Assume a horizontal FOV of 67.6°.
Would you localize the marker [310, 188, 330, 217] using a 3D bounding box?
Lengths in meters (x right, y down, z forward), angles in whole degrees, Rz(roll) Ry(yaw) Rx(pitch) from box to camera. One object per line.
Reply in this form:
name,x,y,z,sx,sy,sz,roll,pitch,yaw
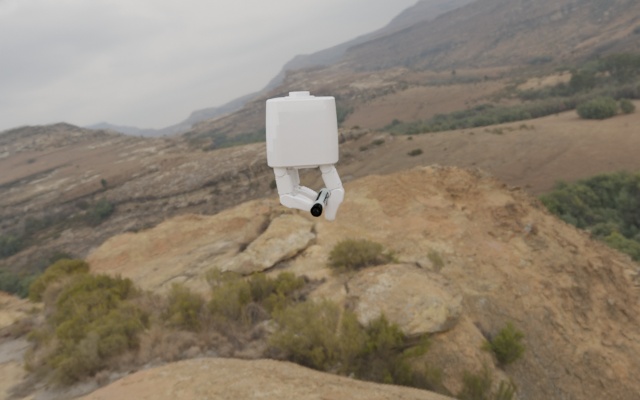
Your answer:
marker,0.000,0.003,0.785,0.020,0.020,0.121,0,15,8
